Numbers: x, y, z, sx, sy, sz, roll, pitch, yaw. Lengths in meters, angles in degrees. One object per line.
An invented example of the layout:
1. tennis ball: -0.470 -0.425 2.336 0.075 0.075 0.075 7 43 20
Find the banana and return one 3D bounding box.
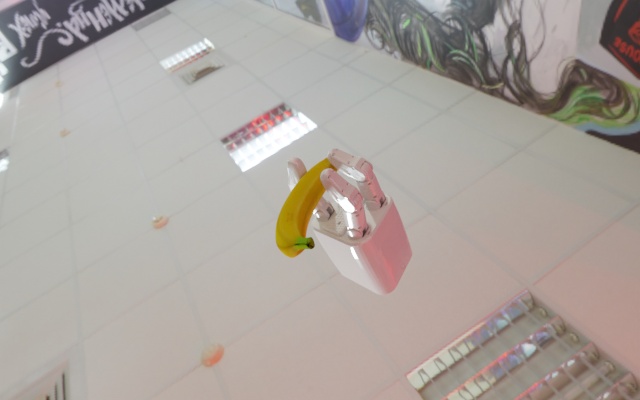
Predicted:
1. banana: -0.017 0.009 0.579 0.069 0.037 0.197 -19 29 22
